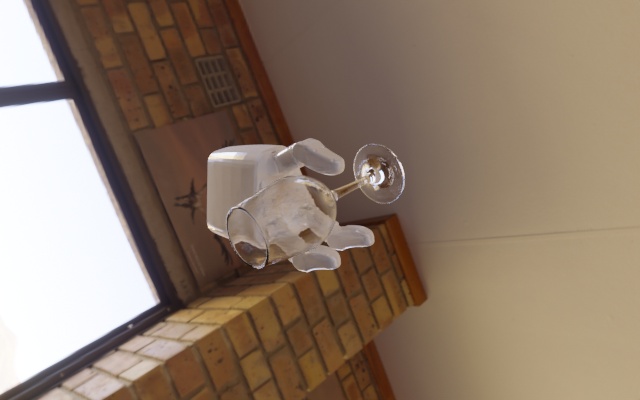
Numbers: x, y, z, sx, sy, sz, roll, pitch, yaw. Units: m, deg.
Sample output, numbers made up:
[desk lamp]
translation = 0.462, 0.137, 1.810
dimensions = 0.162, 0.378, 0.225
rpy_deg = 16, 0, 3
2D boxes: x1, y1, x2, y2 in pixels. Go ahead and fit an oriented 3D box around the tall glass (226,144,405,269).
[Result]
[tall glass]
translation = 0.001, 0.001, 0.503
dimensions = 0.201, 0.079, 0.079
rpy_deg = -26, 17, -40
